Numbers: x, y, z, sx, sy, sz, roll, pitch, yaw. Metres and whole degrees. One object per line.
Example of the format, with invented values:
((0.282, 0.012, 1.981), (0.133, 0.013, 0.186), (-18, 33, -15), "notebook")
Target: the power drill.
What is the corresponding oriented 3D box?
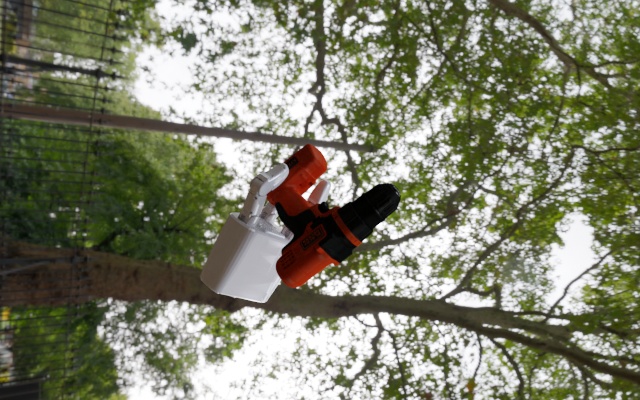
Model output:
((0.000, 0.002, 0.644), (0.057, 0.184, 0.187), (46, 10, -40), "power drill")
